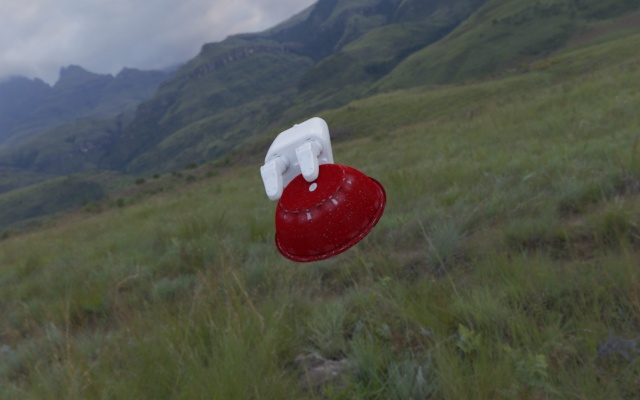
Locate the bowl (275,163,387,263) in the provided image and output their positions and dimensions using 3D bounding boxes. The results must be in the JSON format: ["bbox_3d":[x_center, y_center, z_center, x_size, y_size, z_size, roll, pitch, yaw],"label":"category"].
[{"bbox_3d":[0.000,0.002,0.614,0.162,0.055,0.162,-21,34,15],"label":"bowl"}]
